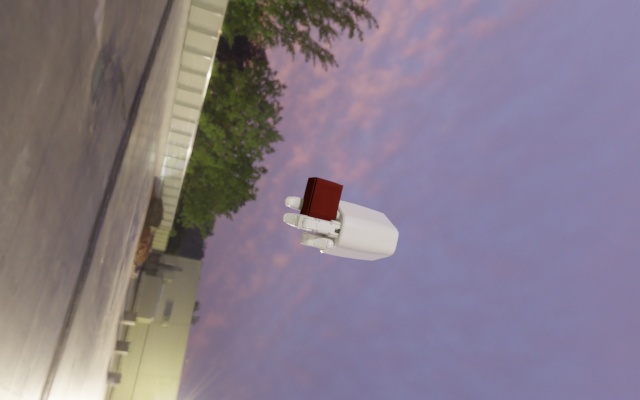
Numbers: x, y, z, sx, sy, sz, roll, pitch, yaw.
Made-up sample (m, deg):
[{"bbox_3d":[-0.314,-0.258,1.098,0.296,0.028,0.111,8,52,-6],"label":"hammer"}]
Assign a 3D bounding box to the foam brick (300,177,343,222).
[{"bbox_3d":[0.000,0.002,0.823,0.051,0.078,0.053,13,0,-16],"label":"foam brick"}]
